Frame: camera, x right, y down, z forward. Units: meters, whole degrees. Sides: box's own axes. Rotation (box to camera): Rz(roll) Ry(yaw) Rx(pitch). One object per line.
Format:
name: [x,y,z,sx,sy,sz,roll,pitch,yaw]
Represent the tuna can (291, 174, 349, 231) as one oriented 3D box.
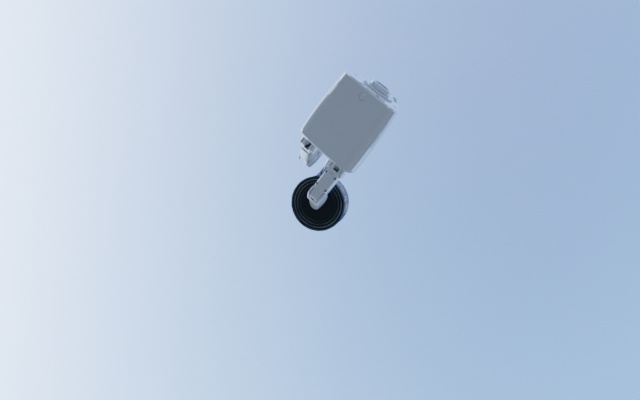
tuna can: [0.000,0.002,0.744,0.086,0.086,0.033,0,10,19]
